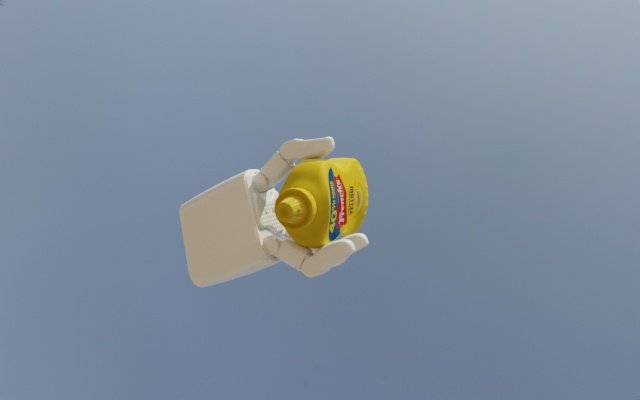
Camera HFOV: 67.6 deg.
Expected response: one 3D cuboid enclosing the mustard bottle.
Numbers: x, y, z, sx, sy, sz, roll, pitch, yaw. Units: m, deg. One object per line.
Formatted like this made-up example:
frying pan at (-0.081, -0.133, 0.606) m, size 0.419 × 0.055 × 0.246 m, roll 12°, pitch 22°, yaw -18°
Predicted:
mustard bottle at (0.000, 0.002, 0.528) m, size 0.058 × 0.096 × 0.191 m, roll 4°, pitch 6°, yaw 21°
